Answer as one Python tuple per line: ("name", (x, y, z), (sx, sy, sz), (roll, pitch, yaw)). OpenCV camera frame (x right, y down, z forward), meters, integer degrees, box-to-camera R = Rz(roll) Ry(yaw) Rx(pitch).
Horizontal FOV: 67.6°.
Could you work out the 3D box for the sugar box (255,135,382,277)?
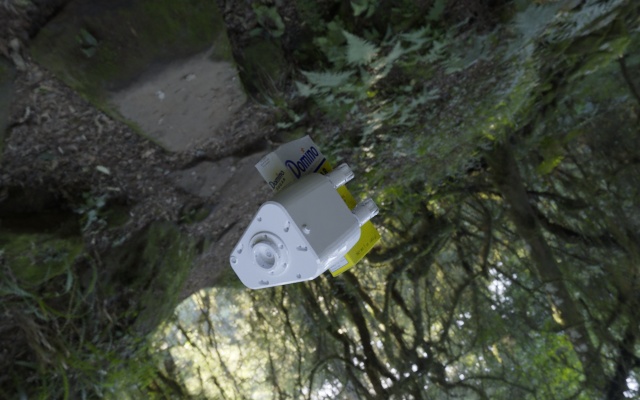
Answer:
("sugar box", (0.000, 0.002, 0.628), (0.048, 0.176, 0.093), (-34, 1, 34))
